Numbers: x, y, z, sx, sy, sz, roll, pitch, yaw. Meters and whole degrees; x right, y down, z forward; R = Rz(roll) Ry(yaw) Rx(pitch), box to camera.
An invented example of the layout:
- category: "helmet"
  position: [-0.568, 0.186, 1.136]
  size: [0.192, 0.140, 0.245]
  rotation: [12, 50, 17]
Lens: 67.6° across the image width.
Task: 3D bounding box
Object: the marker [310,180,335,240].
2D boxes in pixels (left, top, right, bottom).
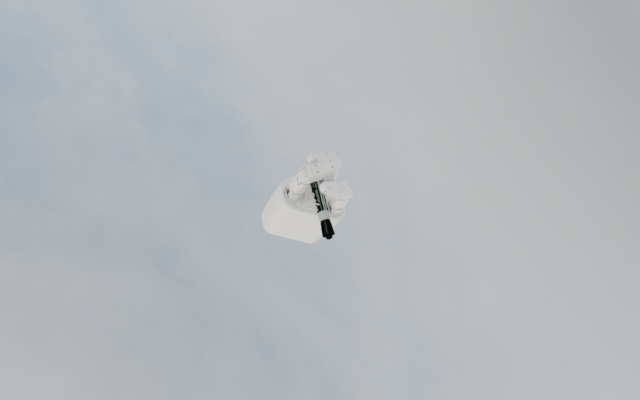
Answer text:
- category: "marker"
  position: [0.000, 0.002, 0.718]
  size: [0.020, 0.121, 0.020]
  rotation: [-11, -25, -5]
